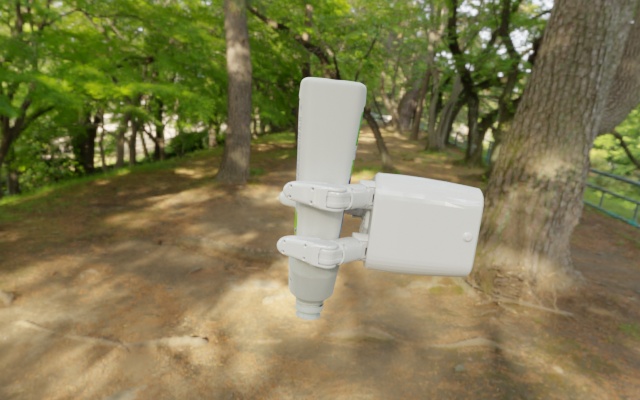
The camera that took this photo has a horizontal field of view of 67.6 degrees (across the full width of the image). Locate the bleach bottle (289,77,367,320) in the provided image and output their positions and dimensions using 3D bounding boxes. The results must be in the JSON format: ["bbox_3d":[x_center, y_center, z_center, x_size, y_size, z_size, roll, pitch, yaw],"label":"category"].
[{"bbox_3d":[0.000,0.002,0.508,0.068,0.251,0.102,6,12,-1],"label":"bleach bottle"}]
